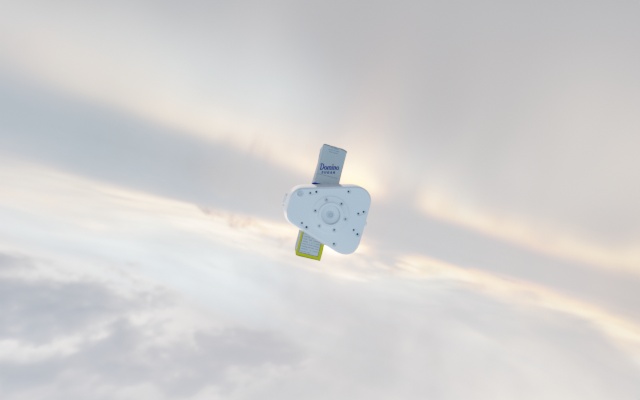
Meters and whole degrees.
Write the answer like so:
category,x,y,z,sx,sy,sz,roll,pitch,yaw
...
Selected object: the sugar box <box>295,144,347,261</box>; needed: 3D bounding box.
category,x,y,z,sx,sy,sz,roll,pitch,yaw
sugar box,0.001,0.003,0.766,0.048,0.176,0.093,16,0,-4
